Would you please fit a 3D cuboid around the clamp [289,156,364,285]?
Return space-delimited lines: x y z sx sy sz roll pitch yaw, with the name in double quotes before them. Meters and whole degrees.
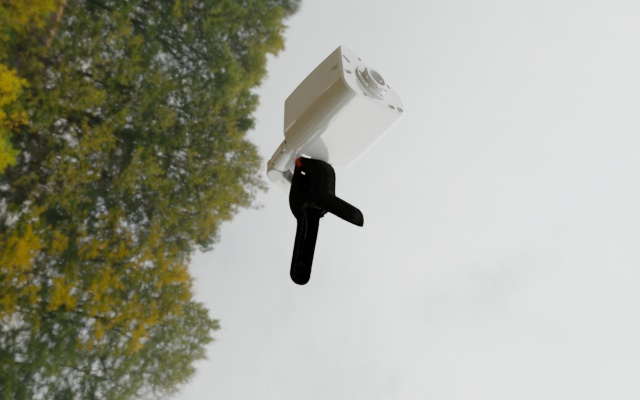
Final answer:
"clamp" 0.000 0.002 0.563 0.039 0.171 0.120 26 -49 -36
